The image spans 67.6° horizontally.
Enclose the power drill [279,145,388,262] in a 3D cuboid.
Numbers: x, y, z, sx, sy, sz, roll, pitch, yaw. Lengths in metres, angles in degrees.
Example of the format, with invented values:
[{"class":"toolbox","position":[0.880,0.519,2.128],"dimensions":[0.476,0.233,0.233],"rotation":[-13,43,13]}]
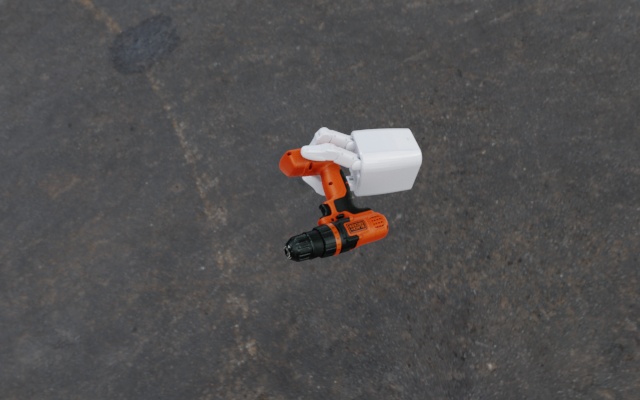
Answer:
[{"class":"power drill","position":[0.000,0.002,0.784],"dimensions":[0.184,0.187,0.057],"rotation":[-12,-24,-29]}]
